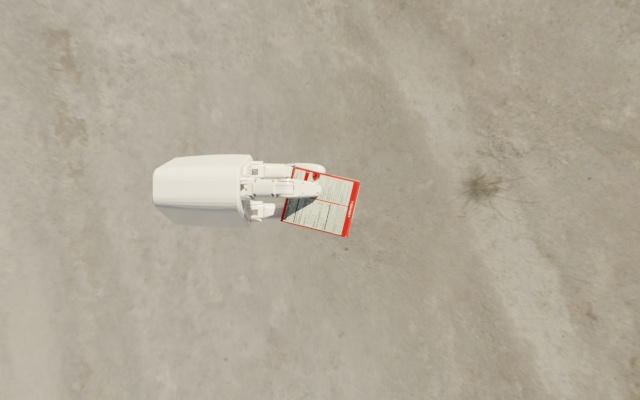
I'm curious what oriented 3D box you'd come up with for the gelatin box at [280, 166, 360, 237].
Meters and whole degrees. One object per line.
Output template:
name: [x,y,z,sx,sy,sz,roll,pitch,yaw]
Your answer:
gelatin box: [0.000,0.002,0.611,0.089,0.073,0.030,13,-1,5]
